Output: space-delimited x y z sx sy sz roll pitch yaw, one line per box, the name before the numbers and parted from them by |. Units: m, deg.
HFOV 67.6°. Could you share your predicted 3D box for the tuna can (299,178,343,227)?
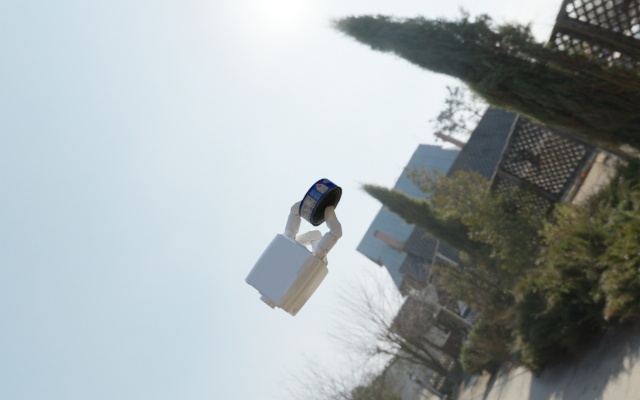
tuna can | 0.000 0.002 0.854 0.033 0.086 0.086 35 14 21
